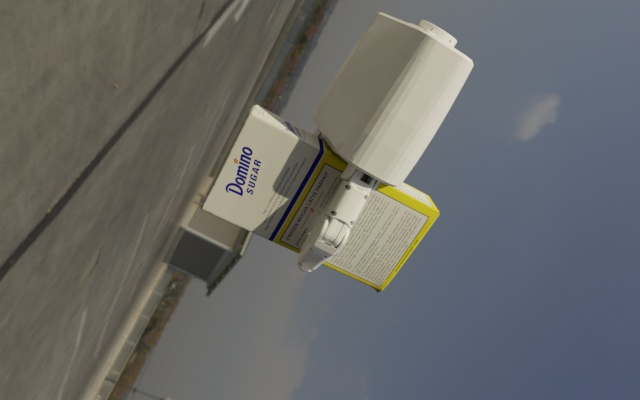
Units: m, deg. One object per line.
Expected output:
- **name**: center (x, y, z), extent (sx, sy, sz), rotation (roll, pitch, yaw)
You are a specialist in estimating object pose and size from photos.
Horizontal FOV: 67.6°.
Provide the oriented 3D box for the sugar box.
- **sugar box**: center (0.000, 0.001, 0.407), extent (0.176, 0.093, 0.048), rotation (28, 19, -11)
